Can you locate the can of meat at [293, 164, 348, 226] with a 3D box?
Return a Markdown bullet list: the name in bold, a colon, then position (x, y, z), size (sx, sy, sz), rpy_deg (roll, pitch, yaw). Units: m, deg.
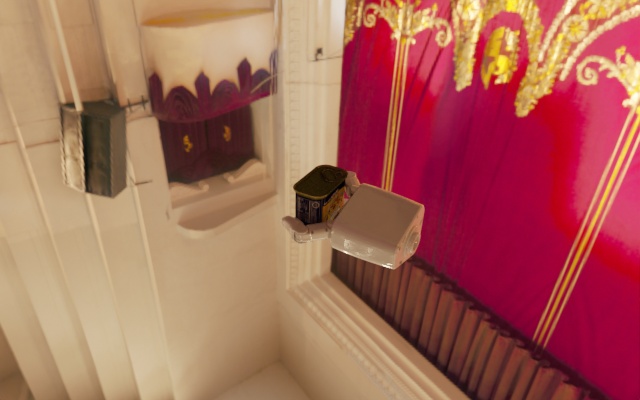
- **can of meat**: position (0.000, 0.003, 0.765), size (0.057, 0.084, 0.102), rpy_deg (18, 35, 23)
